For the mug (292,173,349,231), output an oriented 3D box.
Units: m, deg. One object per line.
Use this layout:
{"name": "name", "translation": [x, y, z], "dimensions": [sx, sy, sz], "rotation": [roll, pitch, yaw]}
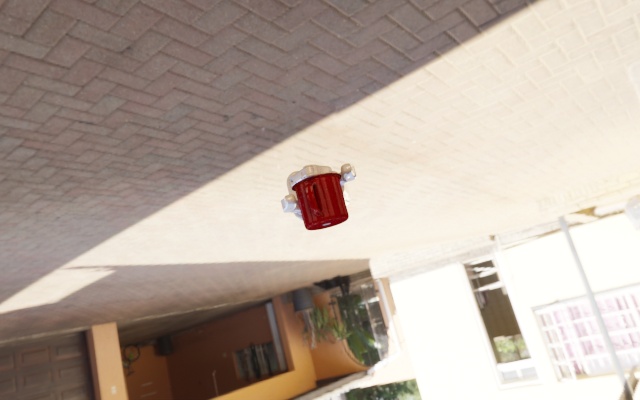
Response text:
{"name": "mug", "translation": [0.000, 0.003, 0.840], "dimensions": [0.093, 0.081, 0.117], "rotation": [-17, -13, 10]}
